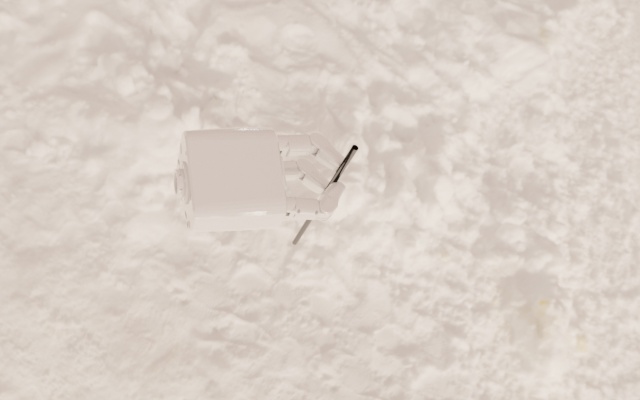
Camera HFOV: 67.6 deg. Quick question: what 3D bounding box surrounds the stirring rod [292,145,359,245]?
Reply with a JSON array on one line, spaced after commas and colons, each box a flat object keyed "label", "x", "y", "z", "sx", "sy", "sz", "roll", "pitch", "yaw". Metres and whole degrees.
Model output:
[{"label": "stirring rod", "x": 0.000, "y": 0.002, "z": 0.642, "sx": 0.011, "sy": 0.011, "sz": 0.240, "roll": 0, "pitch": -31, "yaw": -23}]
